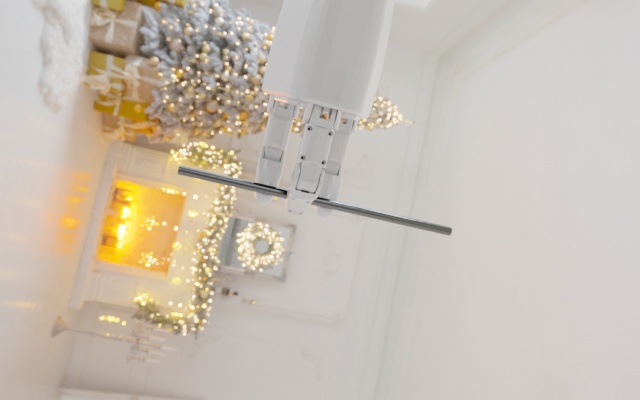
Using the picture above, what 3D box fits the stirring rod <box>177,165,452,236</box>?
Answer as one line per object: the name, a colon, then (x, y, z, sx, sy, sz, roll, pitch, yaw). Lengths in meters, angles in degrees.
stirring rod: (0.000, 0.001, 0.409, 0.239, 0.011, 0.011, 13, -2, -9)
